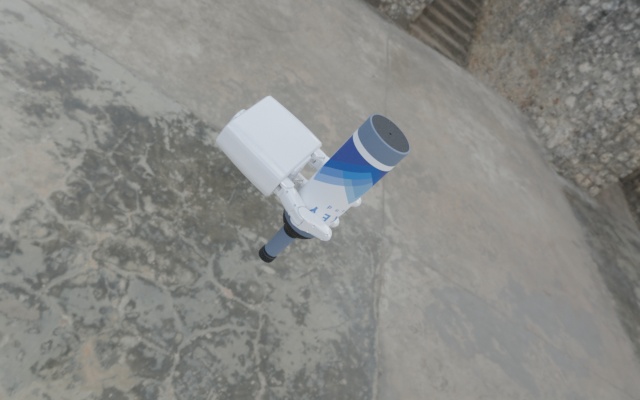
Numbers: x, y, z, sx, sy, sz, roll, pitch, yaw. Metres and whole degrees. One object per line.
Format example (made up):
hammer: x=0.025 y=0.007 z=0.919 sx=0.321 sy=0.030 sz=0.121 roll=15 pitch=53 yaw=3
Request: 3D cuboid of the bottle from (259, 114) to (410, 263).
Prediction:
bottle: x=0.000 y=0.002 z=0.673 sx=0.069 sy=0.069 sz=0.296 roll=0 pitch=-35 yaw=-46
